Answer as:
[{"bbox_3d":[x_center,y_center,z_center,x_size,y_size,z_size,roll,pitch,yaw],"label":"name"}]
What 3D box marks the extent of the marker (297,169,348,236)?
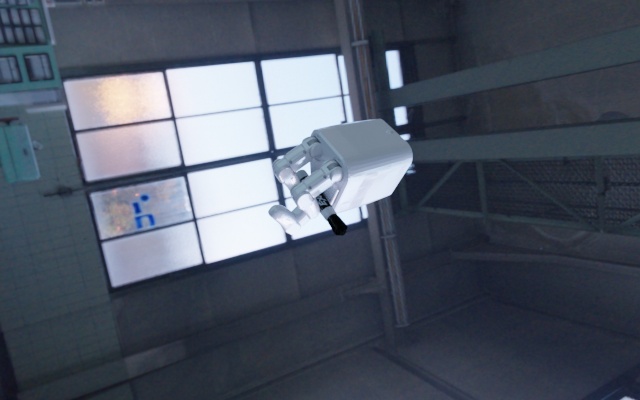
[{"bbox_3d":[0.000,0.002,0.625,0.020,0.020,0.121,0,39,-37],"label":"marker"}]
